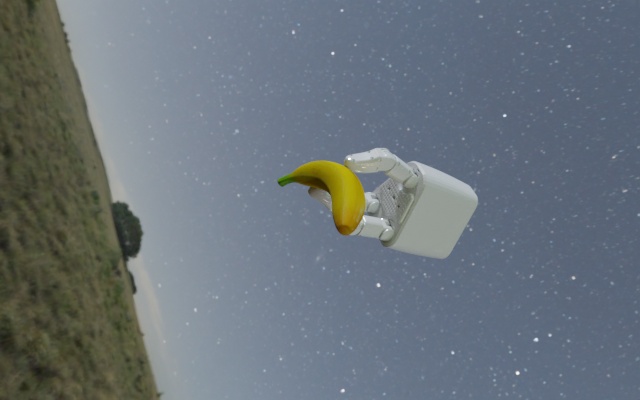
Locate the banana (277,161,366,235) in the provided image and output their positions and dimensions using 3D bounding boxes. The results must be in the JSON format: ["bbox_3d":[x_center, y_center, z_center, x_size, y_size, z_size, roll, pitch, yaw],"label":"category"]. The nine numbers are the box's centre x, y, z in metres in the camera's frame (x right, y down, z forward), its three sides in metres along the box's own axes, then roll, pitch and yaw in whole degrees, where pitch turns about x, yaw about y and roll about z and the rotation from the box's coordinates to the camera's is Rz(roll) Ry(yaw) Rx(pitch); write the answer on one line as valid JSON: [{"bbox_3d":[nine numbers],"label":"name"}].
[{"bbox_3d":[0.012,-0.012,0.558,0.037,0.069,0.197,49,-7,-27],"label":"banana"}]
